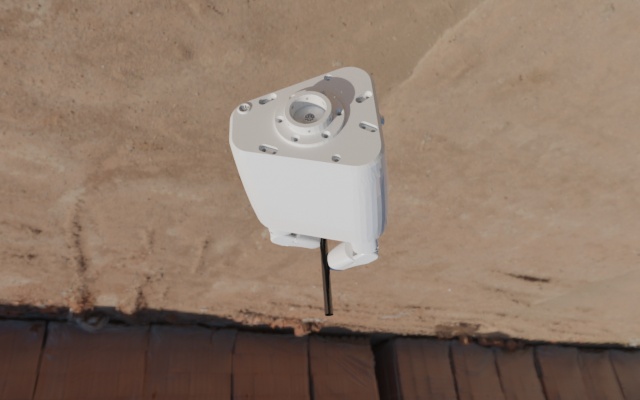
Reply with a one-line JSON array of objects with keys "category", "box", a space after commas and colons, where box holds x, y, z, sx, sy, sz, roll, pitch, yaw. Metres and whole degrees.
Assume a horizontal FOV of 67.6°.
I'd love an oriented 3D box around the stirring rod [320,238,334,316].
[{"category": "stirring rod", "box": [0.000, 0.002, 0.499, 0.011, 0.239, 0.011, -3, -30, -2]}]
